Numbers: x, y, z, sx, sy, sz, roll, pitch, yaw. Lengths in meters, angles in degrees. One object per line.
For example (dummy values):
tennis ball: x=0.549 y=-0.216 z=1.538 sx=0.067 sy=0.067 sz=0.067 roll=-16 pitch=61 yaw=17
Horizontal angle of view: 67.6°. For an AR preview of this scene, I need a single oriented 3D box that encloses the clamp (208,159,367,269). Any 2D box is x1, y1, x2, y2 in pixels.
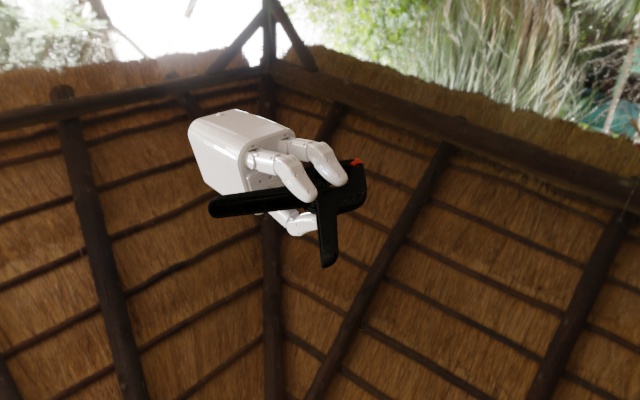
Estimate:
clamp: x=0.000 y=0.002 z=0.560 sx=0.164 sy=0.036 sz=0.210 roll=27 pitch=37 yaw=32
